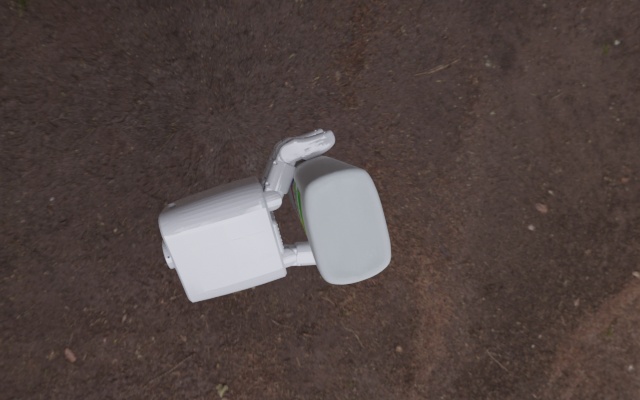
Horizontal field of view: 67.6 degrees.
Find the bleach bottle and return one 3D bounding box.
[{"bbox_3d":[0.000,0.002,0.518,0.068,0.102,0.251,-16,12,-8],"label":"bleach bottle"}]
